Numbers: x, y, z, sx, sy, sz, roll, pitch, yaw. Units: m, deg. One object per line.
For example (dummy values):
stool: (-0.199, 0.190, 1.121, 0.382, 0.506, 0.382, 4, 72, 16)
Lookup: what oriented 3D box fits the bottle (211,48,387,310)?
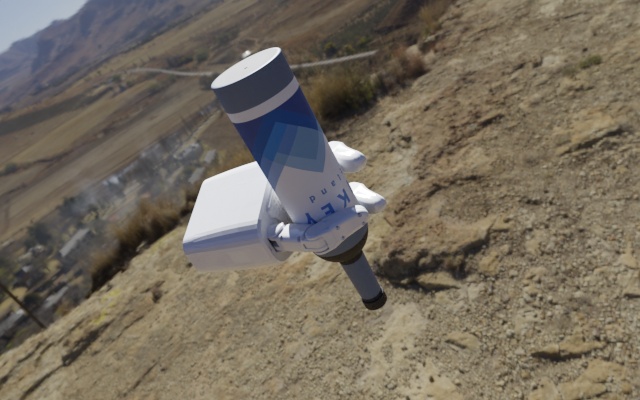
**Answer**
bottle: (0.000, 0.001, 0.469, 0.069, 0.296, 0.069, -22, 30, 13)
